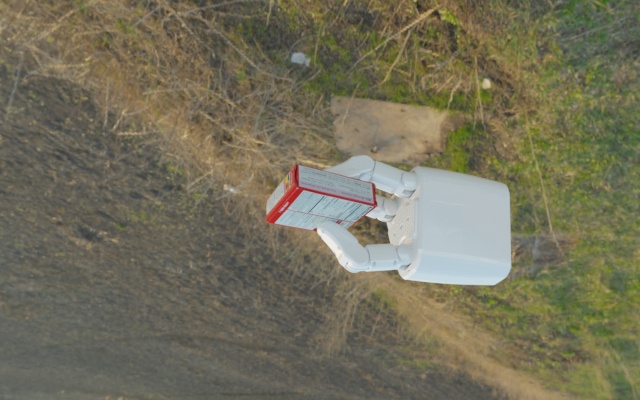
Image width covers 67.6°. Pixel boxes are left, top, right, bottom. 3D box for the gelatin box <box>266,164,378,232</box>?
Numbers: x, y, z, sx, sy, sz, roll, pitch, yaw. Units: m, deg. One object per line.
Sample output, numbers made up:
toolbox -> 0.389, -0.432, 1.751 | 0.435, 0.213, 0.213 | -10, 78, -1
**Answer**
gelatin box -> 0.000, 0.002, 0.473 | 0.089, 0.030, 0.073 | 12, -33, -25
